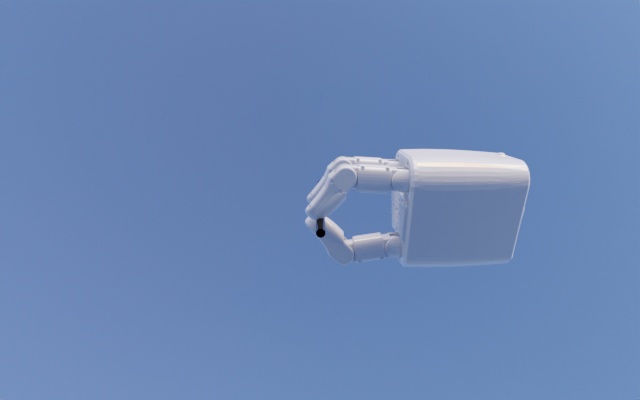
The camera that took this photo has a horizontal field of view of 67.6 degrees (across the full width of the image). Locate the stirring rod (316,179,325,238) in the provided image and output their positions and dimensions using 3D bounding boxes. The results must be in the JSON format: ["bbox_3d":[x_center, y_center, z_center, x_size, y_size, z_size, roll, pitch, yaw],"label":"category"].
[{"bbox_3d":[0.000,0.002,0.515,0.011,0.011,0.239,0,12,0],"label":"stirring rod"}]
